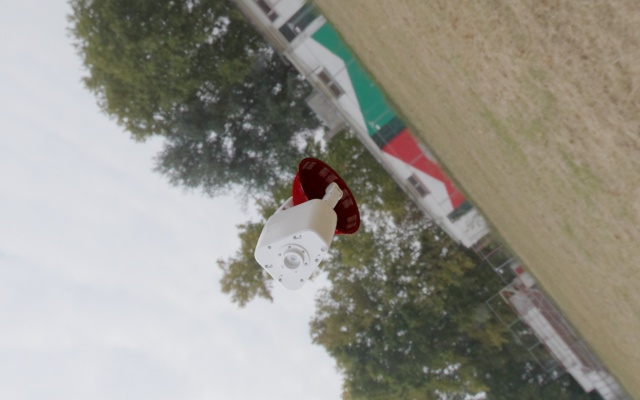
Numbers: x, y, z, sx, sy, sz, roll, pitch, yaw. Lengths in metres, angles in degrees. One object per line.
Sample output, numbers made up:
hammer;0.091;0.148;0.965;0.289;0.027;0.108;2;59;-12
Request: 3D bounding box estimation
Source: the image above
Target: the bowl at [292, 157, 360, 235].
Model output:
bowl;0.000;0.003;0.869;0.055;0.162;0.162;-36;-19;29
